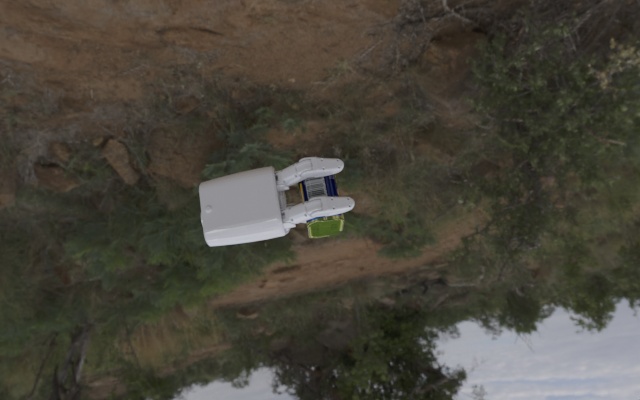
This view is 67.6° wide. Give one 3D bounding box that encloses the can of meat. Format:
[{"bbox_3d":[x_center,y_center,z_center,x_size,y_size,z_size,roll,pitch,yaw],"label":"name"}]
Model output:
[{"bbox_3d":[0.000,0.003,0.688,0.057,0.084,0.102,-10,-17,-2],"label":"can of meat"}]
